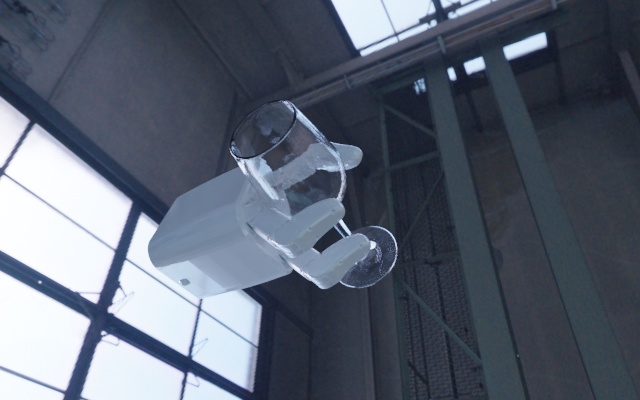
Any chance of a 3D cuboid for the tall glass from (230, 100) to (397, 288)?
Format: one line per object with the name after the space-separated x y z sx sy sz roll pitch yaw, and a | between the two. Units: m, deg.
0.001 0.002 0.438 0.079 0.079 0.201 0 -36 34 | tall glass
